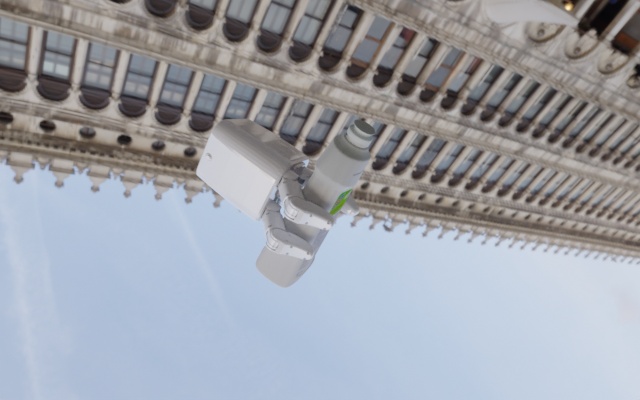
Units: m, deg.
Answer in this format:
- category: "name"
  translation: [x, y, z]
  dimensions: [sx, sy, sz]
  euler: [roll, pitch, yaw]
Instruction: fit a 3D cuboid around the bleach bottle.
- category: "bleach bottle"
  translation: [0.000, 0.002, 0.621]
  dimensions: [0.068, 0.251, 0.102]
  euler: [36, 34, 7]
